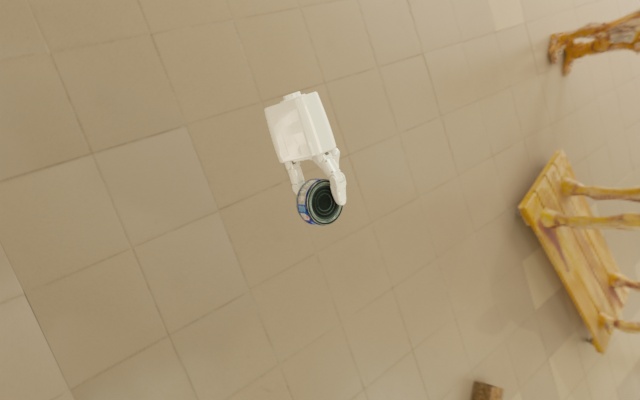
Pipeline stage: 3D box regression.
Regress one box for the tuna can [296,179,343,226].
[{"bbox_3d":[0.001,0.003,0.870,0.086,0.086,0.034,0,2,-37],"label":"tuna can"}]
